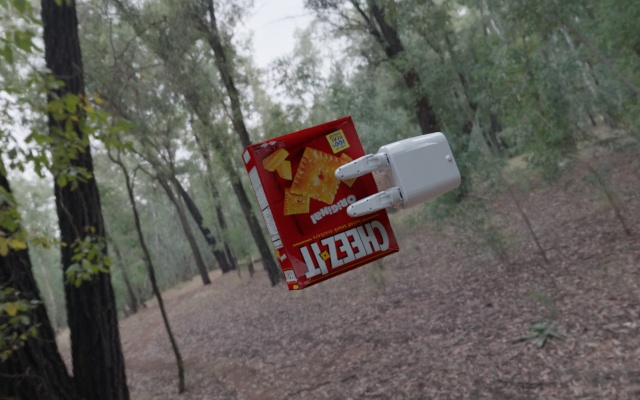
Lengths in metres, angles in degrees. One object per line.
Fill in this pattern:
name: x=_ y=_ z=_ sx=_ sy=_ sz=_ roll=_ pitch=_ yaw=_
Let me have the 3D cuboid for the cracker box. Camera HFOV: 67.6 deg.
cracker box: x=0.000 y=0.002 z=0.694 sx=0.164 sy=0.213 sz=0.072 roll=-19 pitch=-4 yaw=-19
